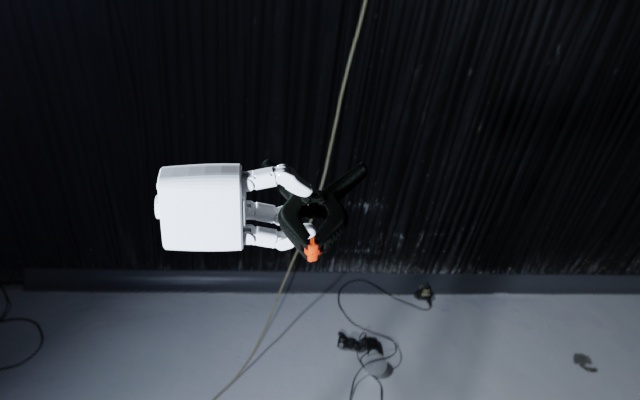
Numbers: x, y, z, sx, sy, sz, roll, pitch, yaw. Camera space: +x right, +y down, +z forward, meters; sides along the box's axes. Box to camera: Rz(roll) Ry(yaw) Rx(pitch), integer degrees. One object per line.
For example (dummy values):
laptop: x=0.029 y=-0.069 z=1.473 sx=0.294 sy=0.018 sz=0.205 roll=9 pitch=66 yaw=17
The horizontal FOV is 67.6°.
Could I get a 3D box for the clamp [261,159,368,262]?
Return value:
clamp: x=0.000 y=0.002 z=0.673 sx=0.164 sy=0.036 sz=0.209 roll=-3 pitch=38 yaw=-6
